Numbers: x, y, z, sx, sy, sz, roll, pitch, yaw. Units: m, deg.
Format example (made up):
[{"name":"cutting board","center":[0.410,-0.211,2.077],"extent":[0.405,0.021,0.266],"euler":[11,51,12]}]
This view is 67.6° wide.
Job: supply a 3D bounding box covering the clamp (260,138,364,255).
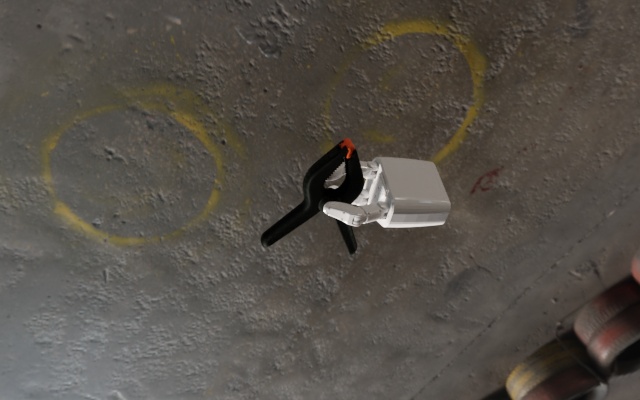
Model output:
[{"name":"clamp","center":[0.001,0.002,0.727],"extent":[0.164,0.210,0.036],"euler":[1,36,-19]}]
